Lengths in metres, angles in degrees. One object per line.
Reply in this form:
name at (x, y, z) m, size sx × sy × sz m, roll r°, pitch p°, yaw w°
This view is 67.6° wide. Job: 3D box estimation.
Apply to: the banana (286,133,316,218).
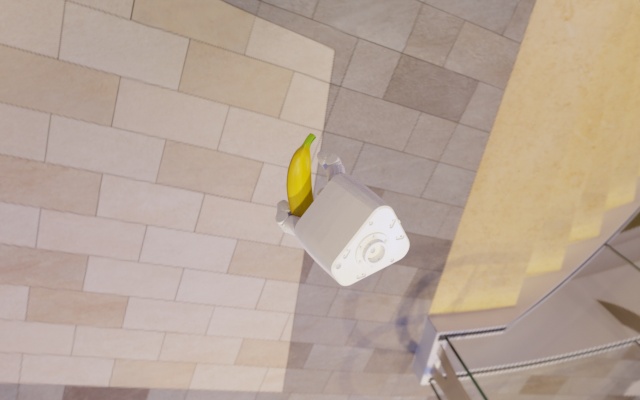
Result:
banana at (-0.015, 0.006, 0.703) m, size 0.069 × 0.198 × 0.037 m, roll -25°, pitch 30°, yaw -30°
